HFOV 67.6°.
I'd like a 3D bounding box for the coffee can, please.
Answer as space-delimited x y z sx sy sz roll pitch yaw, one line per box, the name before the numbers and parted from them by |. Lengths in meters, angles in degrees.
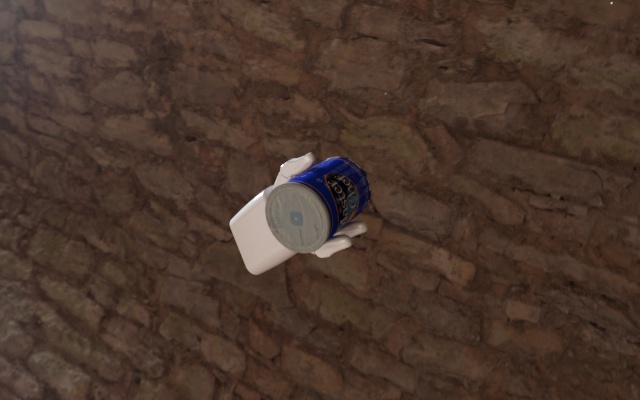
coffee can | 0.000 0.002 0.703 0.103 0.103 0.140 0 19 31
